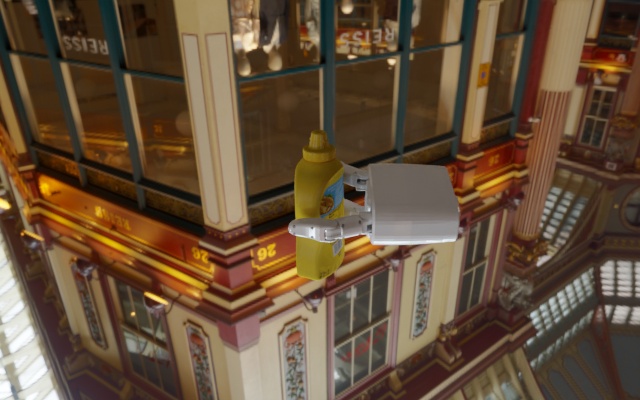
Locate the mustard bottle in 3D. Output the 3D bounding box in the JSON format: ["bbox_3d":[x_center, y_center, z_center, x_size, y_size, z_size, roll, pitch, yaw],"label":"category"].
[{"bbox_3d":[0.000,0.002,0.627,0.058,0.192,0.096,11,28,23],"label":"mustard bottle"}]
